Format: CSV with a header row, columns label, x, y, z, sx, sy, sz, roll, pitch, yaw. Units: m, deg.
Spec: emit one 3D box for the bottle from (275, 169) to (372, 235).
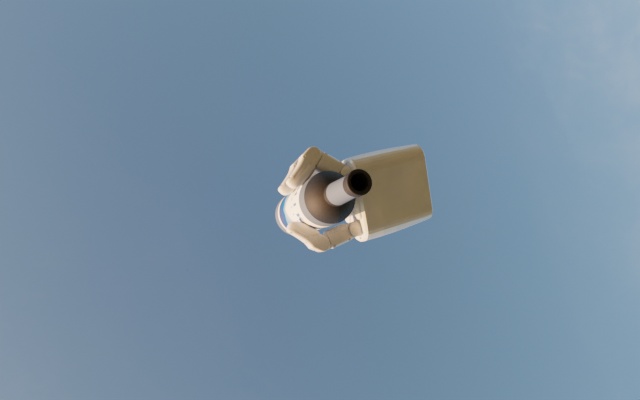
label,x,y,z,sx,sy,sz,roll,pitch,yaw
bottle,0.000,0.002,0.618,0.069,0.069,0.296,0,-8,-16
